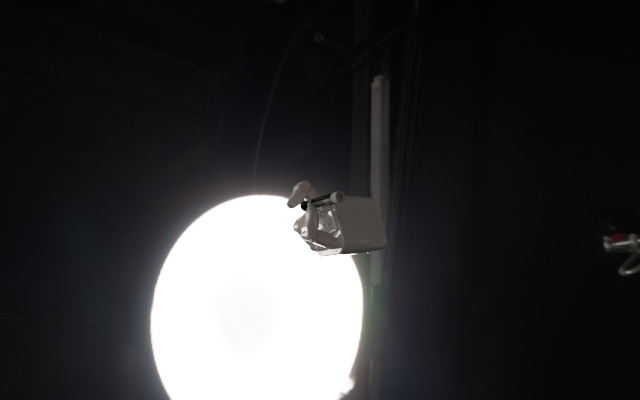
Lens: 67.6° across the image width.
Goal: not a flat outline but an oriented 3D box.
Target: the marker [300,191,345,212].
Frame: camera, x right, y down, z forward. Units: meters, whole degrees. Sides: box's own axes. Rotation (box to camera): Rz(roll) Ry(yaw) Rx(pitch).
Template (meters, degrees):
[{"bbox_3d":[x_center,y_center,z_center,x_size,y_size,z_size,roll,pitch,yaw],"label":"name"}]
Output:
[{"bbox_3d":[0.000,0.003,0.818,0.020,0.020,0.121,0,-9,-32],"label":"marker"}]
